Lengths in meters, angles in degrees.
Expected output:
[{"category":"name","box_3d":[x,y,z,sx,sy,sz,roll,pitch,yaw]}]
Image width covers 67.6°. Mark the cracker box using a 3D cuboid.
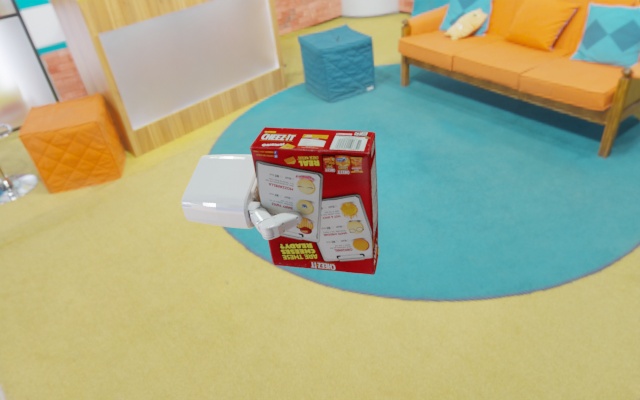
[{"category":"cracker box","box_3d":[0.000,0.002,0.697,0.164,0.214,0.072,4,37,14]}]
